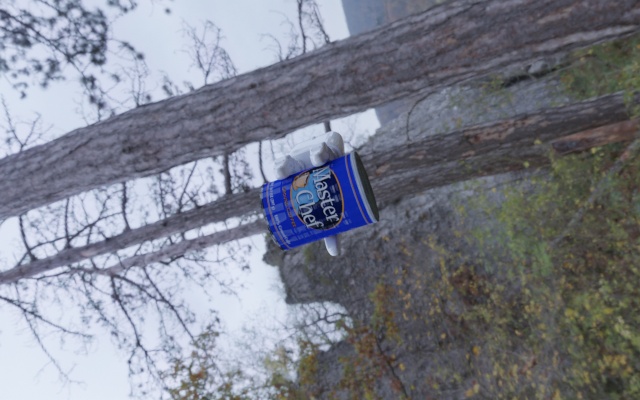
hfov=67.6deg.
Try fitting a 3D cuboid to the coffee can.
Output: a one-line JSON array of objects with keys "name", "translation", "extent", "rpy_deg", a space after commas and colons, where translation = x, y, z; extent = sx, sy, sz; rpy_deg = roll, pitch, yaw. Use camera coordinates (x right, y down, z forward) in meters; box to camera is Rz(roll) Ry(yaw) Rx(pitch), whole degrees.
[{"name": "coffee can", "translation": [0.000, 0.002, 0.671], "extent": [0.140, 0.103, 0.103], "rpy_deg": [-19, -4, 12]}]
